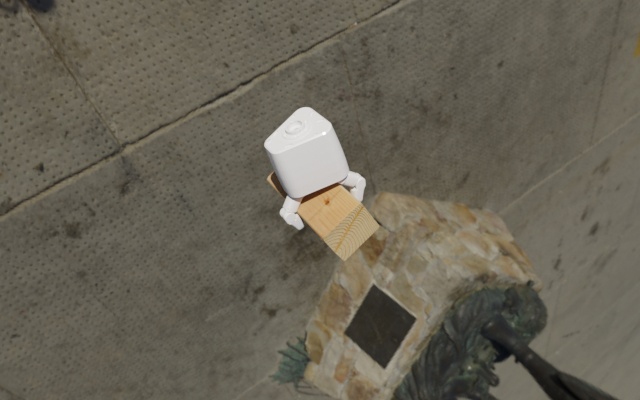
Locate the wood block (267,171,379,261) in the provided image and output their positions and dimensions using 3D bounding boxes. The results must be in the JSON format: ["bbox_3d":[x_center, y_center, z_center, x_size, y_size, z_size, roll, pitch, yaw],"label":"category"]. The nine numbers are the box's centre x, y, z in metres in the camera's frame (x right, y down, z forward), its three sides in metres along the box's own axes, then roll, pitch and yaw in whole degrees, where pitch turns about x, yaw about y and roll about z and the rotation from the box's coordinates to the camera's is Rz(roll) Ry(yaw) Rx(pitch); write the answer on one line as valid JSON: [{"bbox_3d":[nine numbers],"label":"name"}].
[{"bbox_3d":[0.000,0.003,0.884,0.206,0.091,0.090,45,-2,42],"label":"wood block"}]
